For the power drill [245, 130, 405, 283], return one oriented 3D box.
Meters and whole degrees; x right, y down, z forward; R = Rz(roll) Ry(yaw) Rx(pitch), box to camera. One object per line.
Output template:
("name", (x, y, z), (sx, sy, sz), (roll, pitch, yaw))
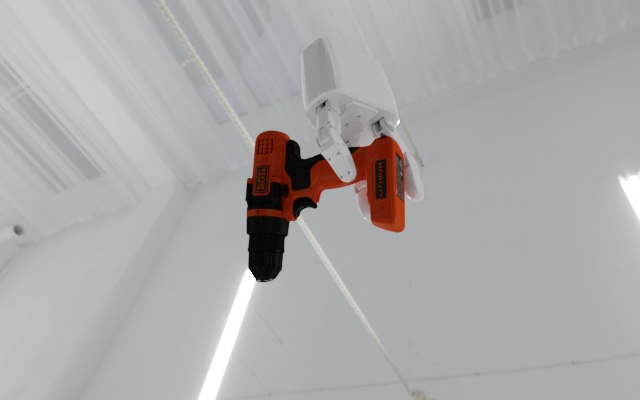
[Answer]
("power drill", (0.001, 0.002, 0.549), (0.187, 0.184, 0.057), (-3, -12, 21))
